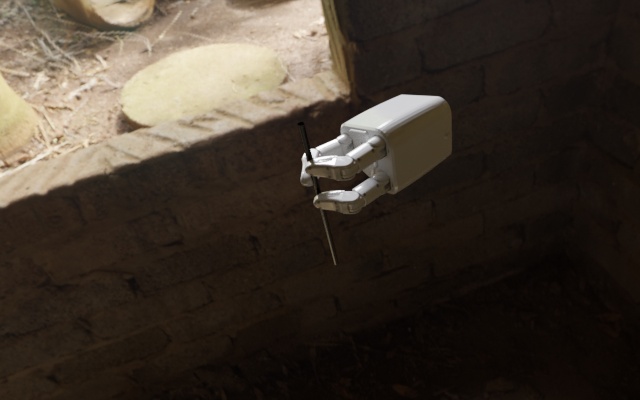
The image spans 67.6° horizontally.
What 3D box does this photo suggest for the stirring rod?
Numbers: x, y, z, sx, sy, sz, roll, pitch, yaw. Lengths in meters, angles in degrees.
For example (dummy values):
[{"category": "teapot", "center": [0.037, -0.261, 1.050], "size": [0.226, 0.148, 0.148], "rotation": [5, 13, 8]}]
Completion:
[{"category": "stirring rod", "center": [0.000, 0.002, 0.621], "size": [0.011, 0.240, 0.011], "rotation": [-8, 41, 7]}]
